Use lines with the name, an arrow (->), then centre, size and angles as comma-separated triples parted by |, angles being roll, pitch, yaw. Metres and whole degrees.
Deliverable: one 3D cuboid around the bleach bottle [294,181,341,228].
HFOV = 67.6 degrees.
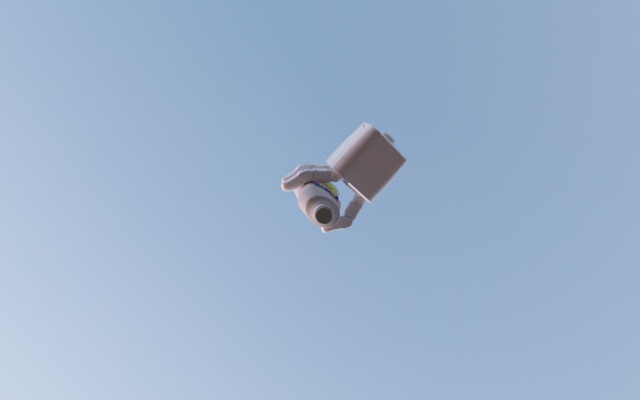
bleach bottle -> 0.000, 0.003, 0.886 | 0.102, 0.068, 0.250 | 41, 6, -12
